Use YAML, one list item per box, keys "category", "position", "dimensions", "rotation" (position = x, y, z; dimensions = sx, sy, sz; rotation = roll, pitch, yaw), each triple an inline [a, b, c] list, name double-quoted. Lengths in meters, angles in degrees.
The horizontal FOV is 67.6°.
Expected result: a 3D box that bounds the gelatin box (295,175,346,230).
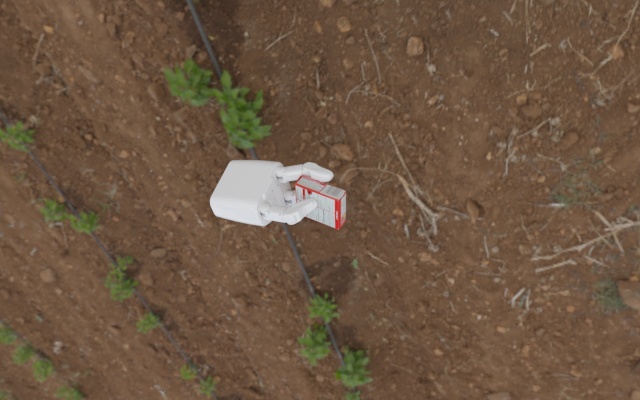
- category: "gelatin box"
  position: [0.000, 0.003, 0.823]
  dimensions: [0.089, 0.073, 0.030]
  rotation: [21, 49, 22]
